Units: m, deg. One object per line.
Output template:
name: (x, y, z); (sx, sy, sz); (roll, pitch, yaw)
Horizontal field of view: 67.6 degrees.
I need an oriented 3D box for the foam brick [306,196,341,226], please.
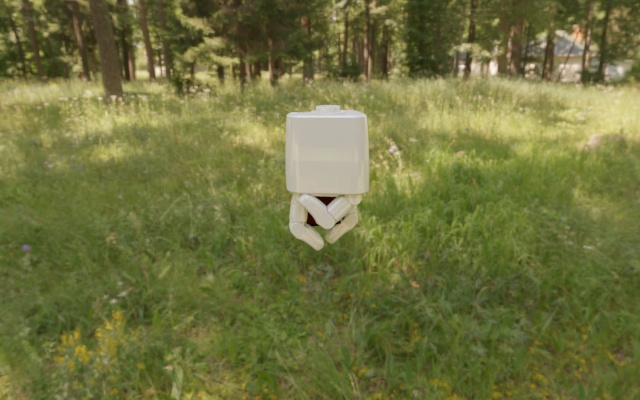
foam brick: (0.000, 0.002, 0.729); (0.053, 0.051, 0.078); (-5, 16, -7)
